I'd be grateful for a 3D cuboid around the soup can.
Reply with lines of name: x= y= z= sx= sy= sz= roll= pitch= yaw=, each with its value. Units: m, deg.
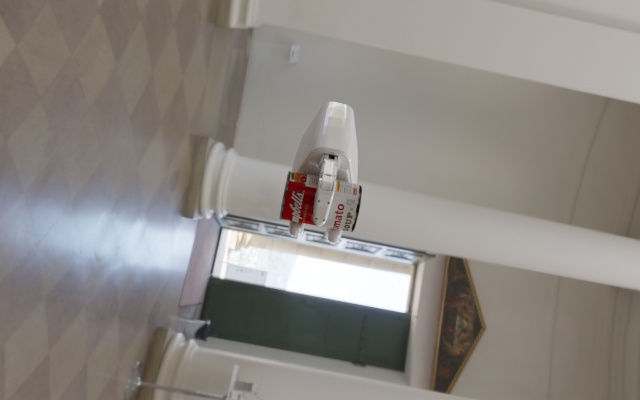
soup can: x=0.000 y=0.002 z=0.654 sx=0.102 sy=0.068 sz=0.068 roll=11 pitch=-1 yaw=-2
